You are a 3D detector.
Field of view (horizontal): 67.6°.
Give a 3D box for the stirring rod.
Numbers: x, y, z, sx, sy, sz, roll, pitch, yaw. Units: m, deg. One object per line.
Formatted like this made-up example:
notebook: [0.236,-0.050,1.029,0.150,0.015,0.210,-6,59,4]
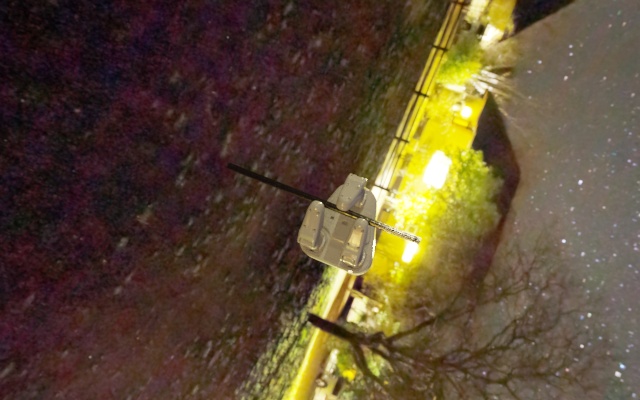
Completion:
stirring rod: [0.000,0.002,0.548,0.239,0.011,0.011,22,4,11]
